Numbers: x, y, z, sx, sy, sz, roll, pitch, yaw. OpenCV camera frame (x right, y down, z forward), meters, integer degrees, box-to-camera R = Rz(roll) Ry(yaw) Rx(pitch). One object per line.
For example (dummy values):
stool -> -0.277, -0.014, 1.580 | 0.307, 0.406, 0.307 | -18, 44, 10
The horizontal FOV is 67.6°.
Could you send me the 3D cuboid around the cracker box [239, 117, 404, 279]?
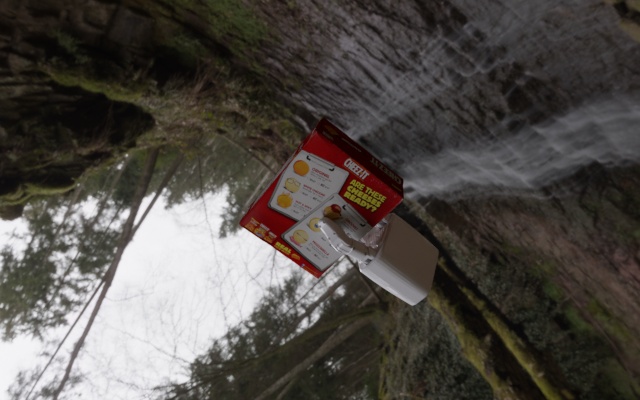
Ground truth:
cracker box -> 0.000, 0.003, 0.752 | 0.164, 0.214, 0.072 | 36, 30, -12
